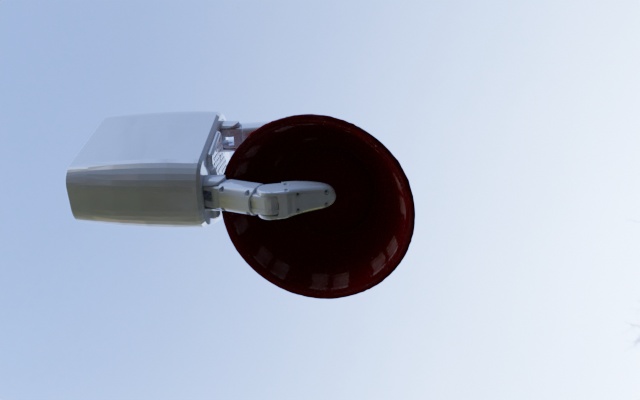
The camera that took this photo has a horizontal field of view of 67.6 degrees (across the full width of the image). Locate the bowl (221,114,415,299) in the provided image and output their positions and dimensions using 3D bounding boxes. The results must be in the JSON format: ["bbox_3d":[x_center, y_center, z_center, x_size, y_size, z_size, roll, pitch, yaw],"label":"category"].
[{"bbox_3d":[0.001,0.002,0.408,0.162,0.162,0.055,0,22,13],"label":"bowl"}]
